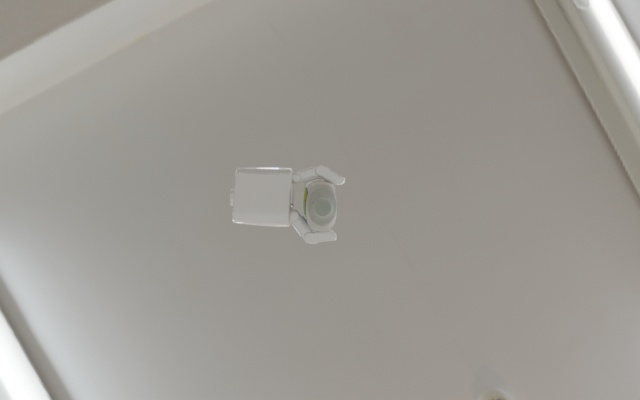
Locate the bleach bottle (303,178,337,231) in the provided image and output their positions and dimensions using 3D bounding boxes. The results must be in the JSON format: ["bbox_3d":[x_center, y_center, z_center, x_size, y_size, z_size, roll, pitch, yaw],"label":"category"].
[{"bbox_3d":[0.000,0.003,0.894,0.068,0.102,0.251,1,0,-2],"label":"bleach bottle"}]
